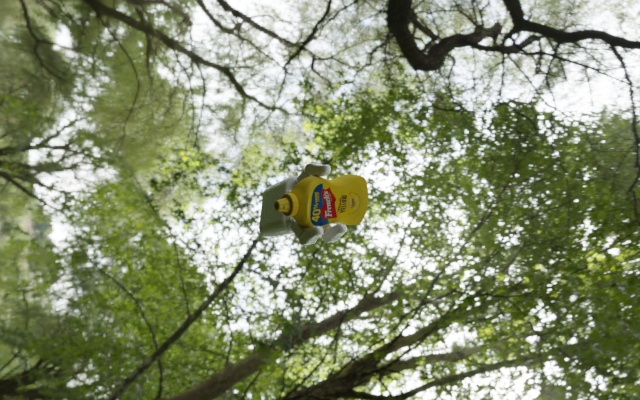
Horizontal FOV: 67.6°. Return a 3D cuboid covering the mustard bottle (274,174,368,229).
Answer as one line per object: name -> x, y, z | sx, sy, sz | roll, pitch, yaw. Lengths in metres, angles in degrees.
mustard bottle -> 0.001, 0.003, 0.879 | 0.191, 0.096, 0.058 | -4, 16, -37
